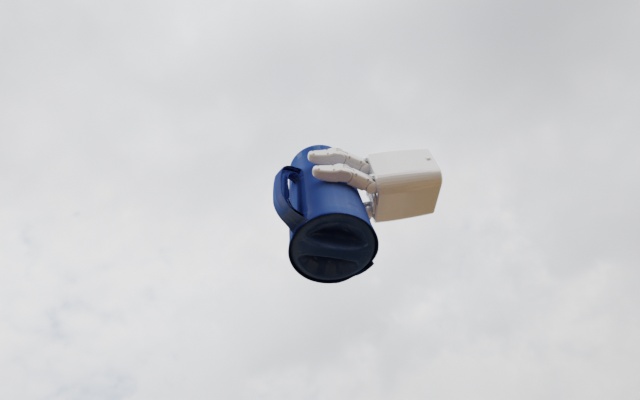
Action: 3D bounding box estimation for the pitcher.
[{"bbox_3d":[0.000,0.003,0.781,0.145,0.149,0.242,-7,35,-3],"label":"pitcher"}]
